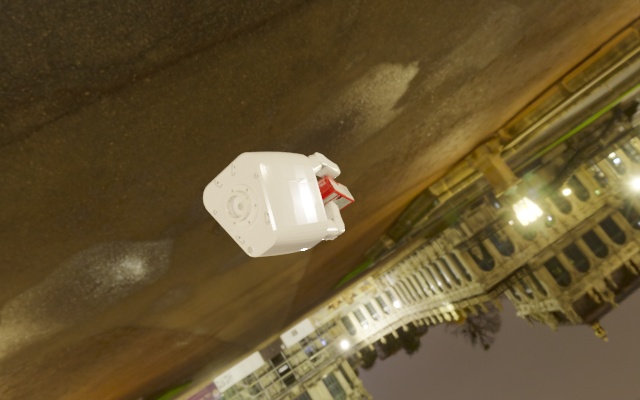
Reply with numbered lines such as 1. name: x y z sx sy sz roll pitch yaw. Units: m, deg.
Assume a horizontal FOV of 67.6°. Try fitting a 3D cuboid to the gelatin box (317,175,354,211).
1. gelatin box: 0.000 0.003 0.692 0.073 0.030 0.089 -34 -20 13
